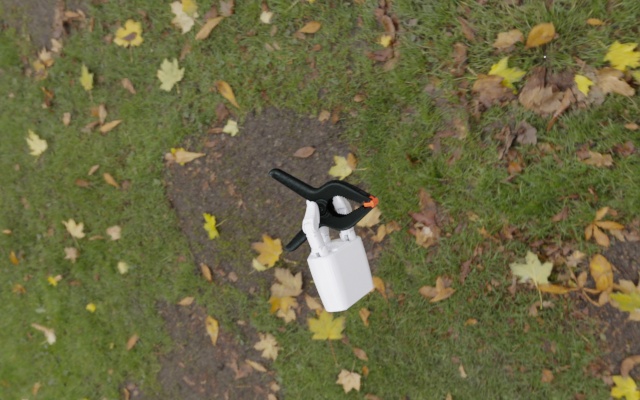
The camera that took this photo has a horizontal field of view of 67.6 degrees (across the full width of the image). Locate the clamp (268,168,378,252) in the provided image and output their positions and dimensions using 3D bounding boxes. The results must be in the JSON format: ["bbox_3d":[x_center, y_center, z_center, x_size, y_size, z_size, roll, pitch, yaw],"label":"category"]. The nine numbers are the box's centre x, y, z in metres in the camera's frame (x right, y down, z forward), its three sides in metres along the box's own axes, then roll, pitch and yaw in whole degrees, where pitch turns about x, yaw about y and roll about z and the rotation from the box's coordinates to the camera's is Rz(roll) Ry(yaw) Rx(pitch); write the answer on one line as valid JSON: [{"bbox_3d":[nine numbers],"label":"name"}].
[{"bbox_3d":[0.000,0.003,0.878,0.210,0.164,0.036,-13,10,28],"label":"clamp"}]
